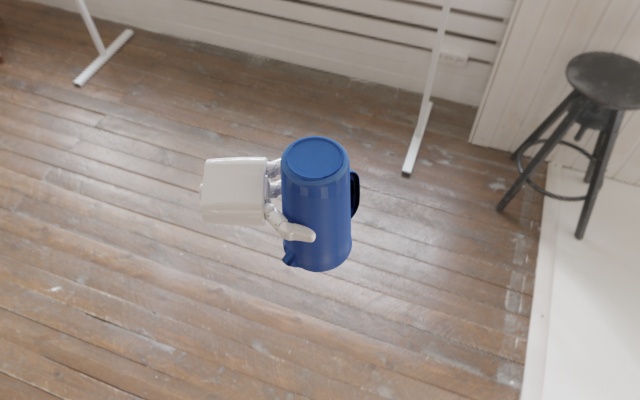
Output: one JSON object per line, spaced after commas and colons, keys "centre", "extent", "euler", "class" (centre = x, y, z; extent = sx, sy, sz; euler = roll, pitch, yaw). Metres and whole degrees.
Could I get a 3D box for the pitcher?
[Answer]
{"centre": [0.000, 0.003, 0.832], "extent": [0.145, 0.149, 0.243], "euler": [2, -39, 2], "class": "pitcher"}
